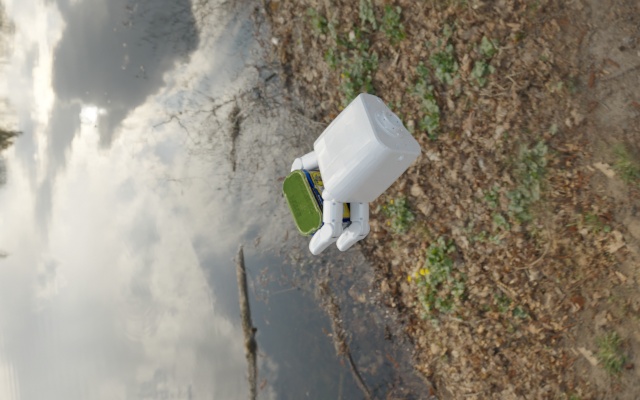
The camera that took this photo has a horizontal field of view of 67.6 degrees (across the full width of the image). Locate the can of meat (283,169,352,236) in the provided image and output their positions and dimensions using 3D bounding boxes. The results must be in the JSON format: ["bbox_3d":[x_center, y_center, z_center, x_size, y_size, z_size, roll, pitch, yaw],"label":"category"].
[{"bbox_3d":[0.000,0.002,0.704,0.084,0.102,0.057,-1,-31,-46],"label":"can of meat"}]
